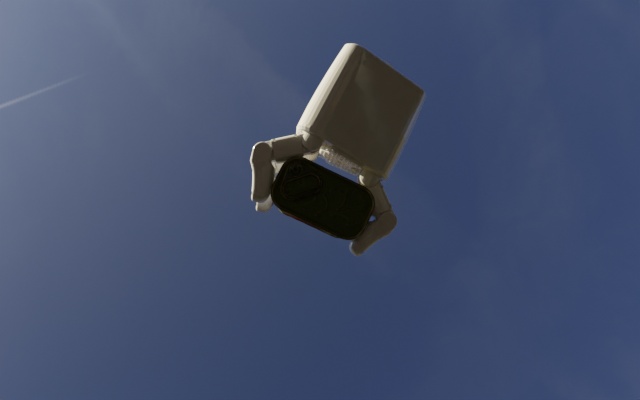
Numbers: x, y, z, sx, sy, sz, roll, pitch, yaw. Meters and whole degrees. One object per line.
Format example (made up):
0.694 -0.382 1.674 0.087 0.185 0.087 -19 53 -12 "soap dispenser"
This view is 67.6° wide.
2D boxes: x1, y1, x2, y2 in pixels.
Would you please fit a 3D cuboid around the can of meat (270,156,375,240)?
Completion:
0.000 0.002 0.511 0.102 0.057 0.084 25 -7 -1 "can of meat"
